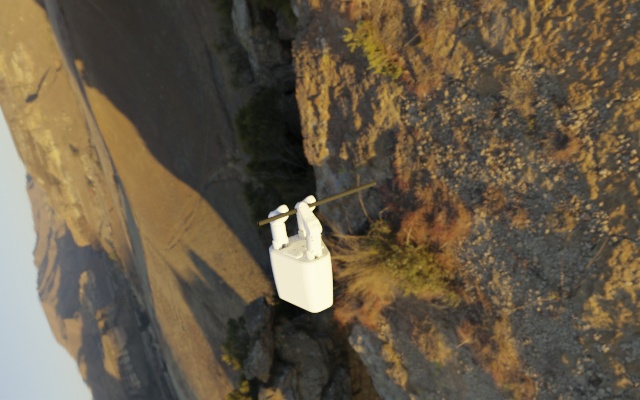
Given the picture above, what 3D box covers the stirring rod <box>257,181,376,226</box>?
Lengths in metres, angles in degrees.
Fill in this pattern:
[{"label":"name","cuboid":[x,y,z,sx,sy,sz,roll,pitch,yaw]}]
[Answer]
[{"label":"stirring rod","cuboid":[0.000,0.003,0.829,0.239,0.011,0.011,-19,9,-27]}]
